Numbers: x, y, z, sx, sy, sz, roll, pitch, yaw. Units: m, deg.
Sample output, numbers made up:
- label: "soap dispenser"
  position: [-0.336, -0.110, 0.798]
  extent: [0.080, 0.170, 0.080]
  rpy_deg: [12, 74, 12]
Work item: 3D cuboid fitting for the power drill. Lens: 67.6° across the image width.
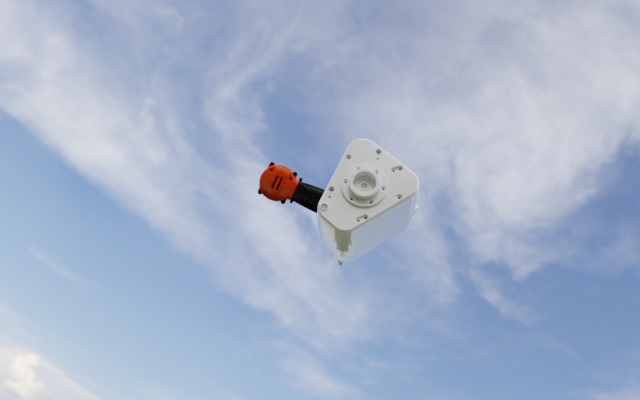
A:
- label: "power drill"
  position: [0.001, 0.002, 0.687]
  extent: [0.187, 0.057, 0.184]
  rpy_deg: [22, 2, -5]
